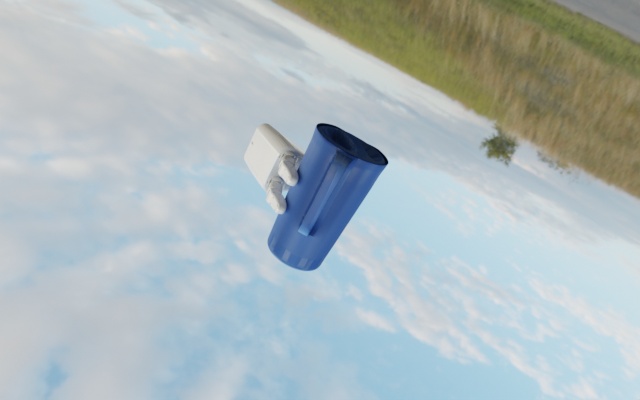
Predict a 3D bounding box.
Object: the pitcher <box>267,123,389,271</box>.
[{"bbox_3d":[0.000,0.003,0.814,0.149,0.243,0.145,8,29,-41],"label":"pitcher"}]
